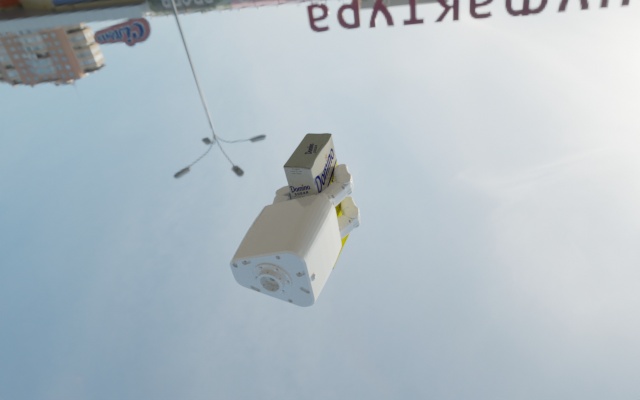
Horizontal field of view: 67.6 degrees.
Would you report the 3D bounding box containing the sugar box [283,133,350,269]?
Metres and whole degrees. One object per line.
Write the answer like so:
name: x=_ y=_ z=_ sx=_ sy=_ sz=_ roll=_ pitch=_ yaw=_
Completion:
sugar box: x=0.001 y=0.002 z=0.683 sx=0.048 sy=0.176 sz=0.093 roll=5 pitch=38 yaw=20
